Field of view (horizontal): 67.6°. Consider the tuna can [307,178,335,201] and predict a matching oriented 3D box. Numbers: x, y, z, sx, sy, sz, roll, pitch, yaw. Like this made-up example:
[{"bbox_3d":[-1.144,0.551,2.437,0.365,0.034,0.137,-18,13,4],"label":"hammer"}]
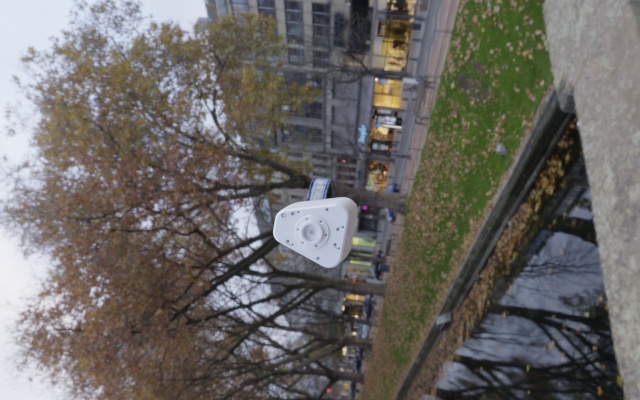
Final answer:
[{"bbox_3d":[0.000,0.003,0.856,0.034,0.086,0.086,8,2,11],"label":"tuna can"}]
